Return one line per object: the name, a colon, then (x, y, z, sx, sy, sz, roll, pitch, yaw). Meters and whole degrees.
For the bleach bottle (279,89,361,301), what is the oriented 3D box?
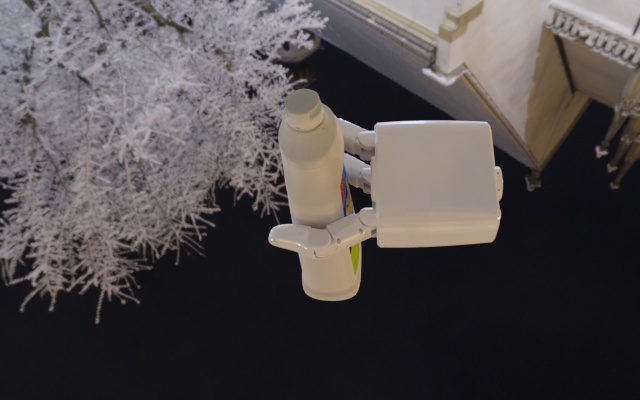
bleach bottle: (0.000, 0.001, 0.470, 0.068, 0.102, 0.251, 0, -35, 9)
